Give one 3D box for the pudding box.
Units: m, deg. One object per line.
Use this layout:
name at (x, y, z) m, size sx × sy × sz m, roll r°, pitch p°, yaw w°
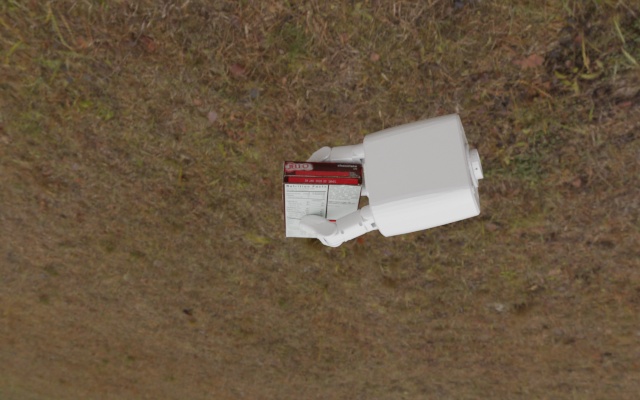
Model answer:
pudding box at (0.000, 0.002, 0.571) m, size 0.090 × 0.039 × 0.114 m, roll 3°, pitch -39°, yaw -1°
